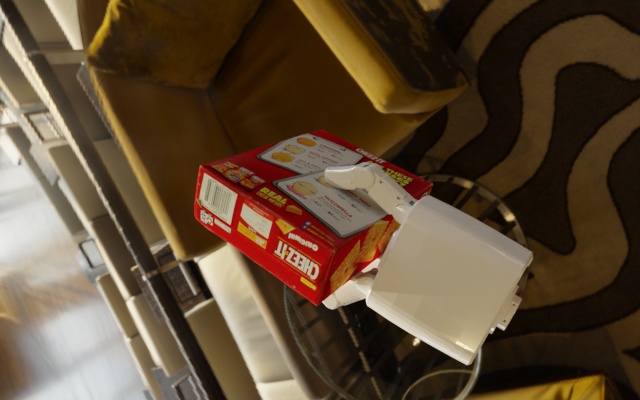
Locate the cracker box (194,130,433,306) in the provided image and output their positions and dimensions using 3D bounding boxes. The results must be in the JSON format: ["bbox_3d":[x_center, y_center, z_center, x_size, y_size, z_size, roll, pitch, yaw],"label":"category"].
[{"bbox_3d":[0.000,0.002,0.515,0.164,0.072,0.213,30,31,24],"label":"cracker box"}]
